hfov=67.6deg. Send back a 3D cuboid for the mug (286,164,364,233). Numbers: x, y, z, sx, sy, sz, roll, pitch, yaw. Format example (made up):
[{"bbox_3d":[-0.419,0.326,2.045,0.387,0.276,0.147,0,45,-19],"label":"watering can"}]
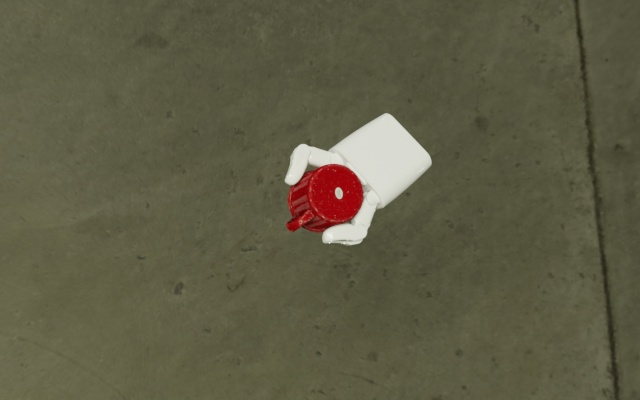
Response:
[{"bbox_3d":[-0.001,0.003,0.661,0.117,0.093,0.081,-37,5,-20],"label":"mug"}]
